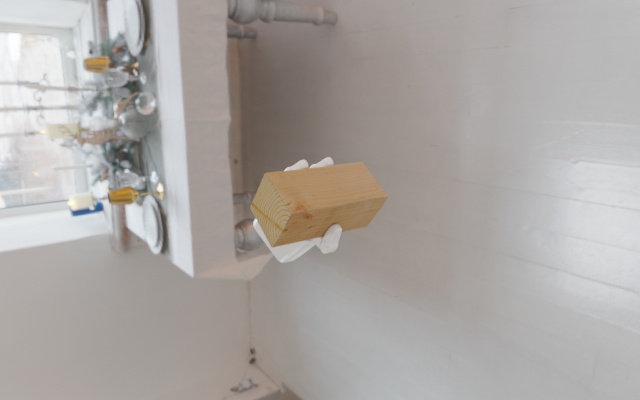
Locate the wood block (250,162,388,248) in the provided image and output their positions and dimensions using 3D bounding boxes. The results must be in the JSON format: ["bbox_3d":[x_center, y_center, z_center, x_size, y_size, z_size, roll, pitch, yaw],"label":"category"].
[{"bbox_3d":[0.000,0.003,0.816,0.206,0.090,0.090,-10,-35,-37],"label":"wood block"}]
